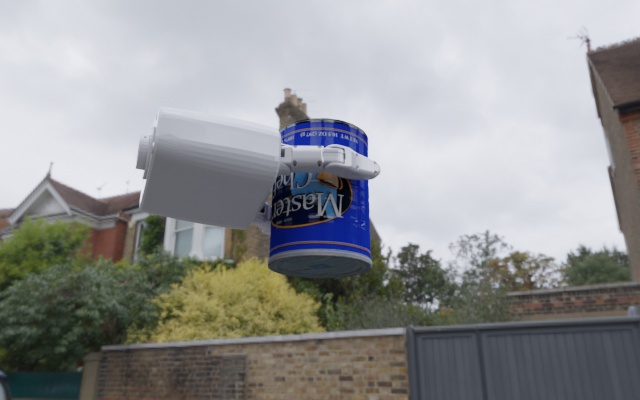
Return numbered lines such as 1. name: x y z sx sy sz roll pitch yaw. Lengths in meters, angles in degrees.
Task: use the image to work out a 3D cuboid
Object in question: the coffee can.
1. coffee can: 0.000 0.002 0.494 0.103 0.140 0.103 1 -20 0
